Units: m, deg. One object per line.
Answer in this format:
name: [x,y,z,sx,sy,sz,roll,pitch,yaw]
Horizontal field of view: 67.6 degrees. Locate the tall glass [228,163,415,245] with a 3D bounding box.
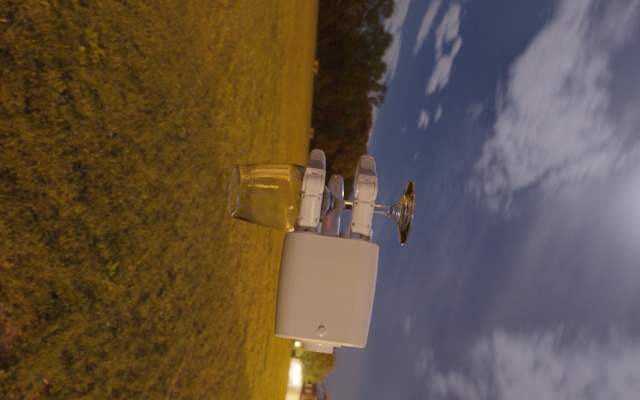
tall glass: [0.001,0.002,0.544,0.201,0.079,0.079,8,0,-1]
